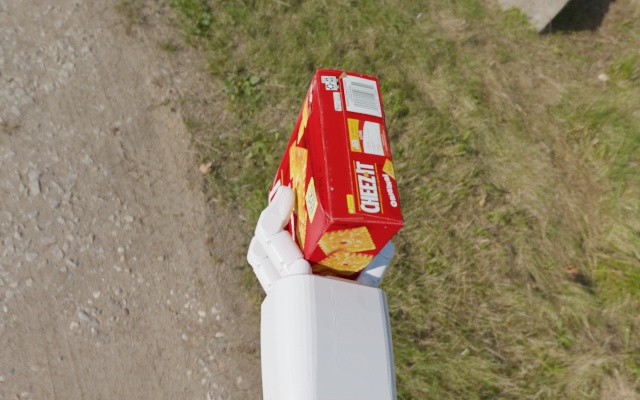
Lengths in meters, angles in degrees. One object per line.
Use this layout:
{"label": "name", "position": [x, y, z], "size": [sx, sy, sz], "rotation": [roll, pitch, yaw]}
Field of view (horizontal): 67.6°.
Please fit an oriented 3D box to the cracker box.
{"label": "cracker box", "position": [0.000, 0.002, 0.488], "size": [0.072, 0.164, 0.214], "rotation": [5, -32, -17]}
